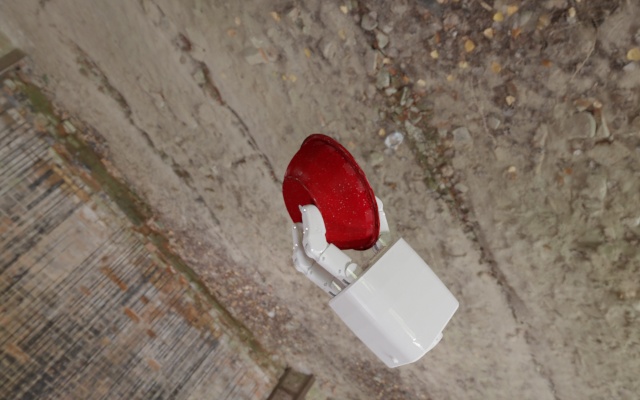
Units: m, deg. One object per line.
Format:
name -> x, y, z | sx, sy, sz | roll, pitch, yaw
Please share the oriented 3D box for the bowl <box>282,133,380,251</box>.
bowl -> -0.001, 0.001, 0.591 | 0.055, 0.162, 0.162 | -27, 13, -26
